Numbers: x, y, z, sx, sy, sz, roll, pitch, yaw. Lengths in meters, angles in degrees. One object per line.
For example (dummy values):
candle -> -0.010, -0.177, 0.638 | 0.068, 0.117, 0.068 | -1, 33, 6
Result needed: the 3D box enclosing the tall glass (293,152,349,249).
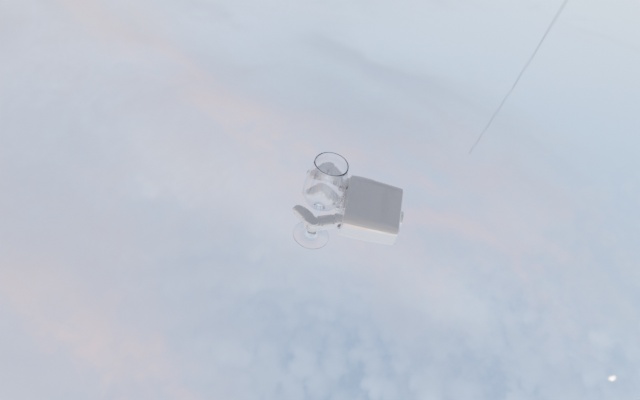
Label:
tall glass -> 0.000, 0.003, 0.899 | 0.079, 0.079, 0.201 | 0, -42, -15
